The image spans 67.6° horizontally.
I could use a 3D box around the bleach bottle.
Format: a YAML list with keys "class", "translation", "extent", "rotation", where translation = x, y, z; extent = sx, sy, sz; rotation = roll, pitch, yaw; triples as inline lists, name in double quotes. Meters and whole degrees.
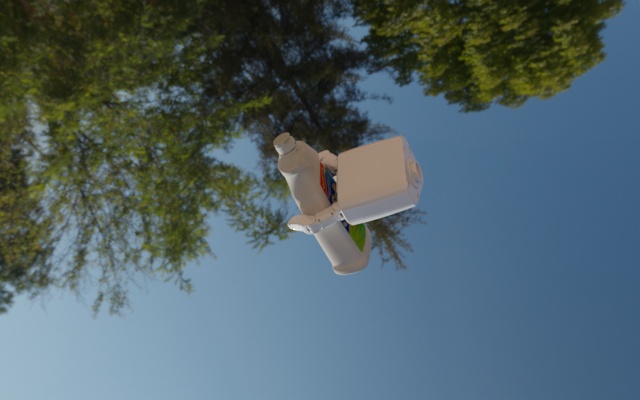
- class: "bleach bottle"
  translation: [0.000, 0.002, 0.762]
  extent: [0.068, 0.251, 0.102]
  rotation: [-17, 36, 25]
